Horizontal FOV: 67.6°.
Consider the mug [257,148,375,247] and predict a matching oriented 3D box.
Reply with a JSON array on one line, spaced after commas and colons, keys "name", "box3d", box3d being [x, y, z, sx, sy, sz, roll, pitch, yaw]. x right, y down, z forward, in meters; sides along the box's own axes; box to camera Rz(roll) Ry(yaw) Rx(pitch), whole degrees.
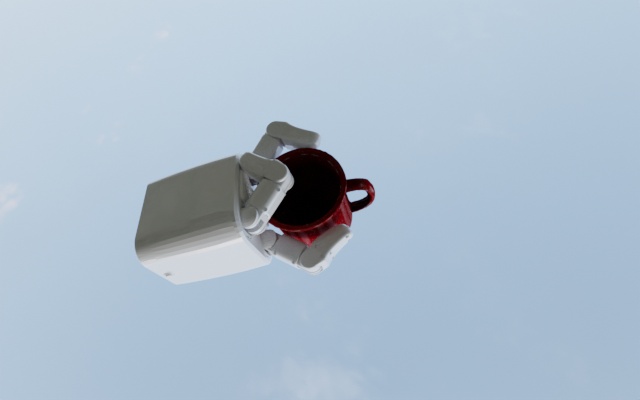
[{"name": "mug", "box3d": [0.002, 0.001, 0.506, 0.117, 0.093, 0.081, -14, -28, 7]}]
